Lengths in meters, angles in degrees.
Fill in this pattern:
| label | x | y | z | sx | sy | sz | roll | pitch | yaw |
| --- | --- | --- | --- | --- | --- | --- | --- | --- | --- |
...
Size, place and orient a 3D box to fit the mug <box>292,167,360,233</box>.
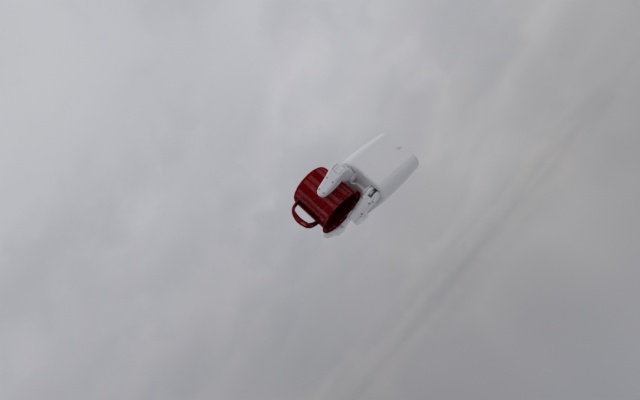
| label | x | y | z | sx | sy | sz | roll | pitch | yaw |
| --- | --- | --- | --- | --- | --- | --- | --- | --- | --- |
| mug | -0.001 | 0.003 | 0.820 | 0.117 | 0.081 | 0.093 | -39 | -21 | -27 |
